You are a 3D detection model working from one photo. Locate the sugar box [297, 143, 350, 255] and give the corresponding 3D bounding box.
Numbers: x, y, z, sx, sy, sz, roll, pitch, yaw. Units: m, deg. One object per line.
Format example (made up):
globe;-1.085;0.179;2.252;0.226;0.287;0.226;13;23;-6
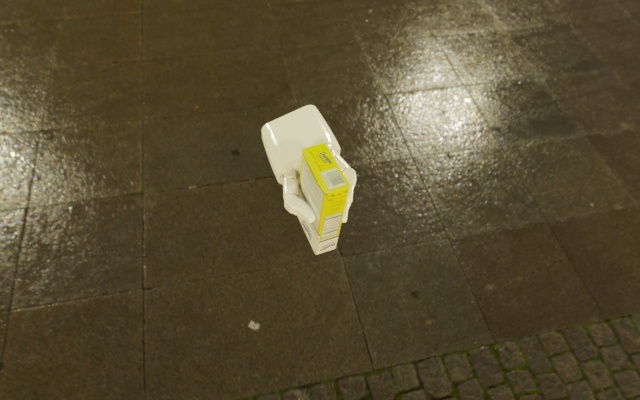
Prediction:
sugar box;0.001;0.002;0.772;0.048;0.093;0.176;-17;-32;-15
